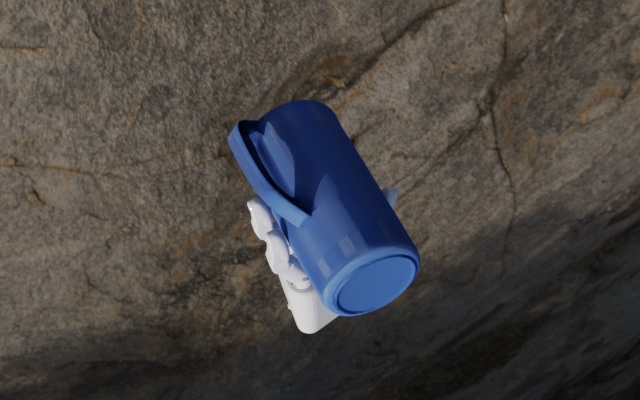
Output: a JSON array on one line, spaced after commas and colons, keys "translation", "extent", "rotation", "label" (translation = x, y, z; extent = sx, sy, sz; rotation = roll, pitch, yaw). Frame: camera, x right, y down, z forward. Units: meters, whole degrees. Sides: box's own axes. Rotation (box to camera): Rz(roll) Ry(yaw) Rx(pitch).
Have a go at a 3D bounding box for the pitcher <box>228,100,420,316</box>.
[{"translation": [0.000, 0.002, 0.536], "extent": [0.149, 0.145, 0.242], "rotation": [-19, 49, -12], "label": "pitcher"}]
